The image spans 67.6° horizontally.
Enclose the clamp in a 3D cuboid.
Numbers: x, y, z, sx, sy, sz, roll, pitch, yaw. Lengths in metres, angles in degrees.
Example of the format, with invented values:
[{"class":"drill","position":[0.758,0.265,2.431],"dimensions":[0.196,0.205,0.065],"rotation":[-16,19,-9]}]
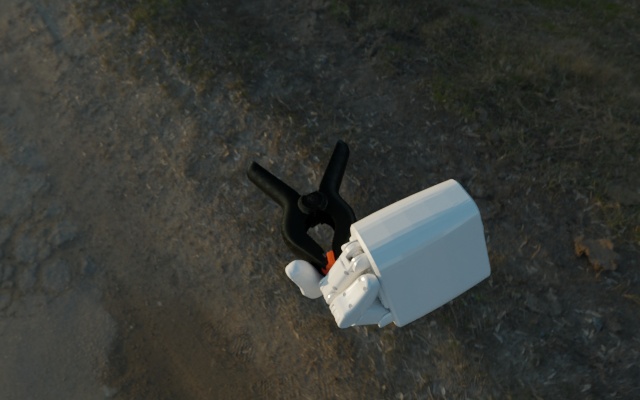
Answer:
[{"class":"clamp","position":[0.000,0.001,0.513],"dimensions":[0.120,0.171,0.039],"rotation":[-25,-33,-5]}]
